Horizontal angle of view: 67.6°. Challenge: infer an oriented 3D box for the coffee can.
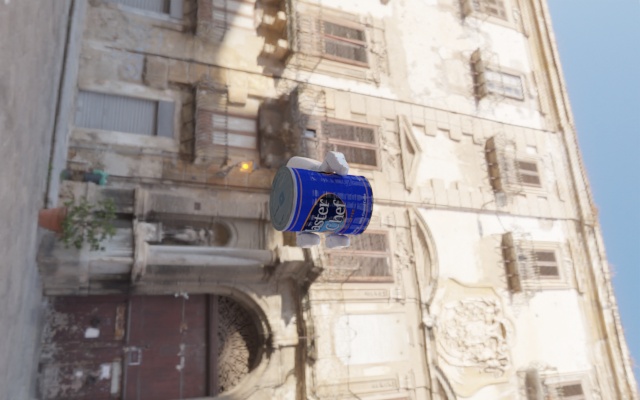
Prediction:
[{"bbox_3d":[0.000,0.003,0.774,0.140,0.103,0.103,5,-2,-26],"label":"coffee can"}]
